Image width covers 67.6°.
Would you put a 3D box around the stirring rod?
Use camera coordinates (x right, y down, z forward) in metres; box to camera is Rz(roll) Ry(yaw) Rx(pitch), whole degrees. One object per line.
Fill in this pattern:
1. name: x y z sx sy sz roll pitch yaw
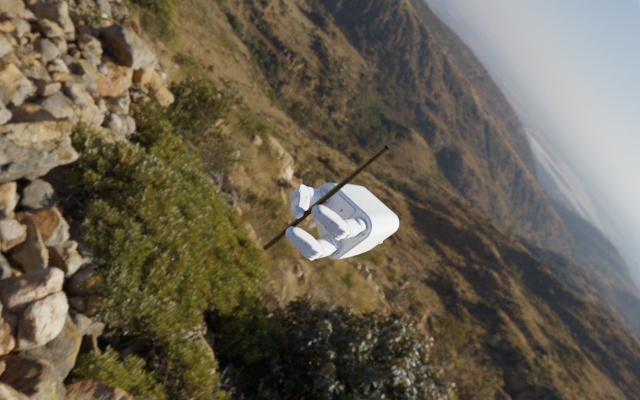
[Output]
1. stirring rod: 0.000 0.002 0.649 0.239 0.011 0.011 -40 -21 28
